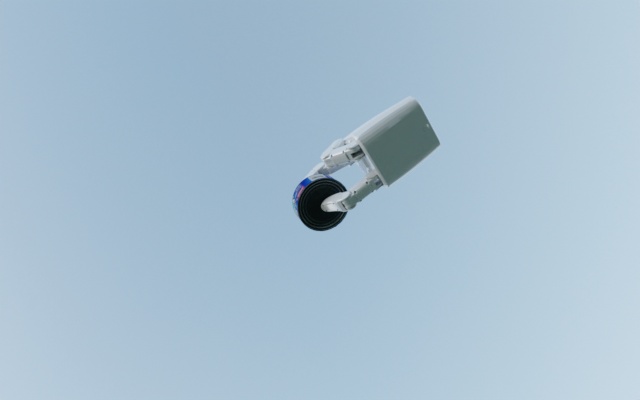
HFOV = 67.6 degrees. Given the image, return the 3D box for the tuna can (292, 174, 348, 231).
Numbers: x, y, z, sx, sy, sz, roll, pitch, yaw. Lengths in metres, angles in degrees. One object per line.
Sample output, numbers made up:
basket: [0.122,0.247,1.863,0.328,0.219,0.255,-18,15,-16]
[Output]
tuna can: [0.000,0.002,0.744,0.086,0.086,0.033,0,17,-21]
